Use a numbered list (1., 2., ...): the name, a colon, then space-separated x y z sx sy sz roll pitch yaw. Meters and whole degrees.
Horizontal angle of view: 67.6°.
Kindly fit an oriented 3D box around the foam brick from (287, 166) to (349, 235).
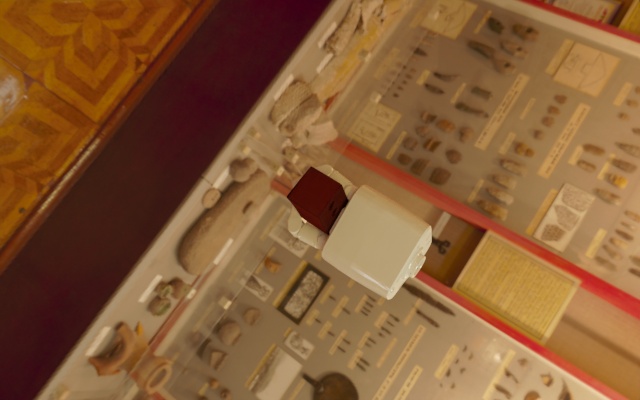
1. foam brick: 0.000 0.002 0.620 0.051 0.053 0.078 33 -11 22
